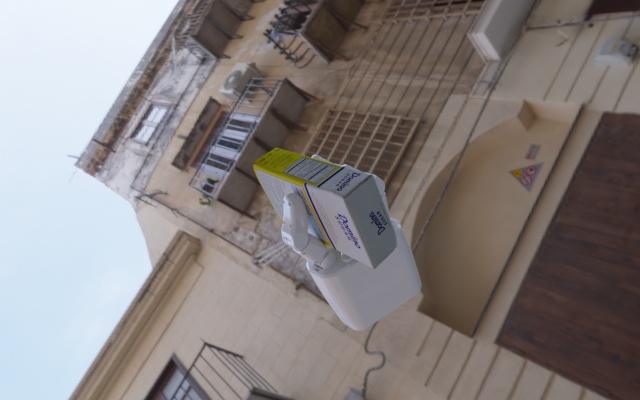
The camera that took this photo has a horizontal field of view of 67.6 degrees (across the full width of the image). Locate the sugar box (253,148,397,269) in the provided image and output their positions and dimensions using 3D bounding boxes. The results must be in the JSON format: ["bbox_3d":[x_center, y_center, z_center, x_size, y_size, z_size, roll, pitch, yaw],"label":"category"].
[{"bbox_3d":[0.000,0.001,0.521,0.048,0.093,0.176,-40,34,-24],"label":"sugar box"}]
